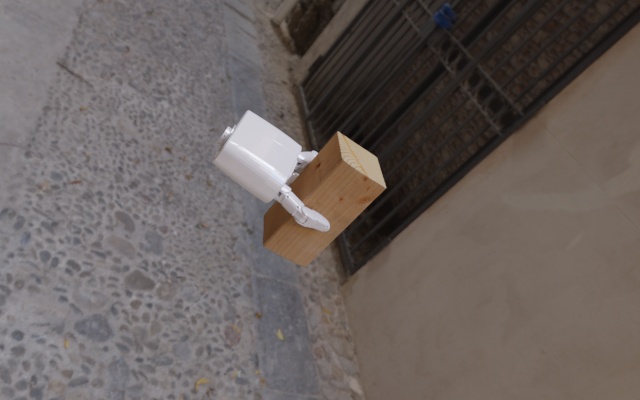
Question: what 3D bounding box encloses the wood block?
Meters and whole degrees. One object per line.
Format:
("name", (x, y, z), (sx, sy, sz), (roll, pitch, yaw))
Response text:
("wood block", (0.000, 0.002, 0.788), (0.090, 0.206, 0.090), (30, 29, -24))
